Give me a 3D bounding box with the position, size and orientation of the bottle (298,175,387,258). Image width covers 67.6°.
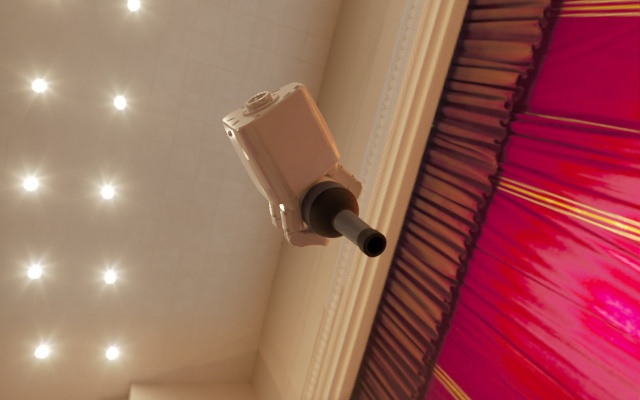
[{"bbox_3d":[0.000,0.002,0.613,0.069,0.069,0.295,0,17,-23],"label":"bottle"}]
